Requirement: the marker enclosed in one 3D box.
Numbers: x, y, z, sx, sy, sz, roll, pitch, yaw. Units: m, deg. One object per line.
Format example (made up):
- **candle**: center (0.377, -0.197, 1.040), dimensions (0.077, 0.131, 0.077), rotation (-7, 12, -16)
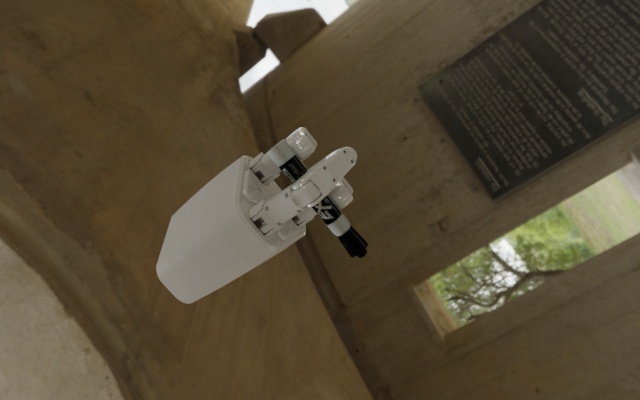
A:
- **marker**: center (0.000, 0.001, 0.403), dimensions (0.020, 0.121, 0.020), rotation (-37, 12, 9)
